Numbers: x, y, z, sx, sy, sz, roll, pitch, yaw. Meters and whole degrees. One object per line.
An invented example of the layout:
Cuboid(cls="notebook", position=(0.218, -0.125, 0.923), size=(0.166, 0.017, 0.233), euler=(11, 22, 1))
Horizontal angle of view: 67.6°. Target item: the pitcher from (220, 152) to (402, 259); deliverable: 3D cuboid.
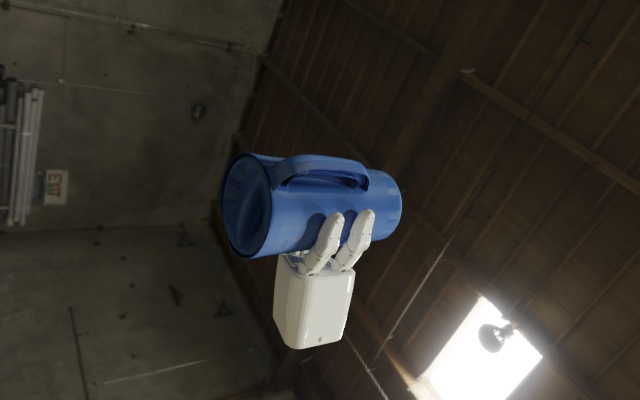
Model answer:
Cuboid(cls="pitcher", position=(0.000, 0.002, 0.655), size=(0.243, 0.145, 0.149), euler=(0, 15, -37))
